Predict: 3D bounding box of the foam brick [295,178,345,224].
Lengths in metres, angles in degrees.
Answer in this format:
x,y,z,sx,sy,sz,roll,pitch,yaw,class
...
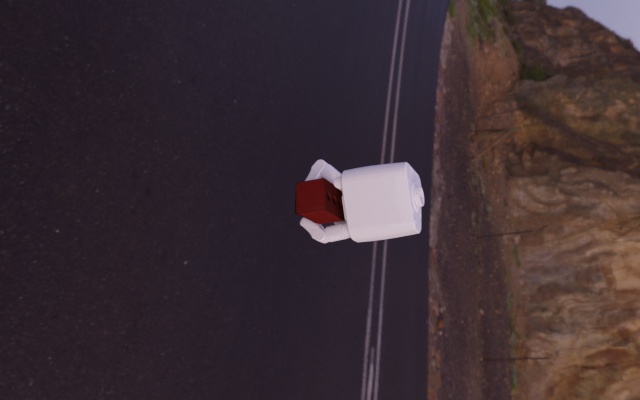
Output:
x,y,z,sx,sy,sz,roll,pitch,yaw,class
0.000,0.003,0.759,0.051,0.053,0.078,-8,-18,25,foam brick
